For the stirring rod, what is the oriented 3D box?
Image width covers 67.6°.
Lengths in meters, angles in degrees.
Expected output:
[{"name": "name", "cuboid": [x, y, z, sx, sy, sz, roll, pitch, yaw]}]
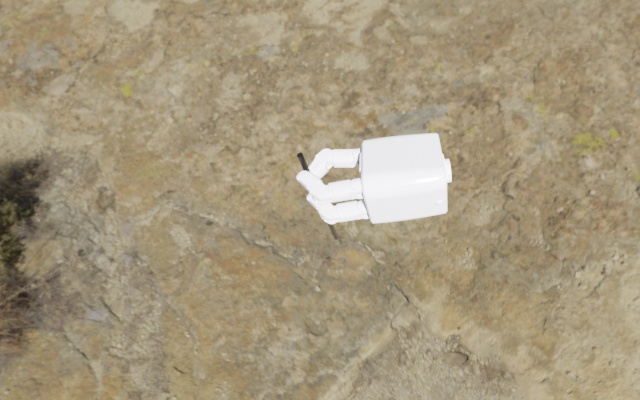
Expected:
[{"name": "stirring rod", "cuboid": [0.000, 0.002, 0.728, 0.011, 0.011, 0.240, 0, -31, 15]}]
